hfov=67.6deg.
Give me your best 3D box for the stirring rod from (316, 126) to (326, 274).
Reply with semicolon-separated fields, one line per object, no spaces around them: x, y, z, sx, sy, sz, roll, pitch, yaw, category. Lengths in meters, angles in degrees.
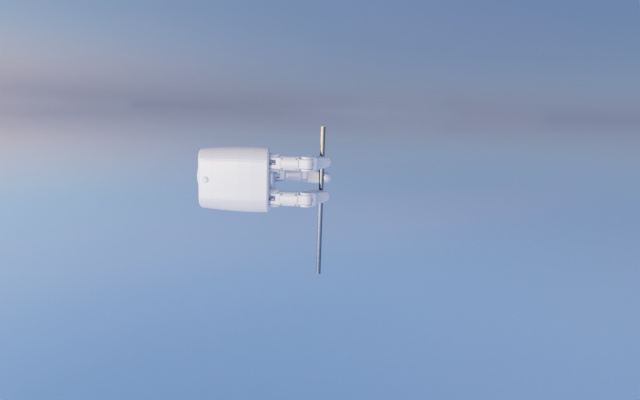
0.000;0.002;0.769;0.011;0.239;0.011;2;11;0;stirring rod
